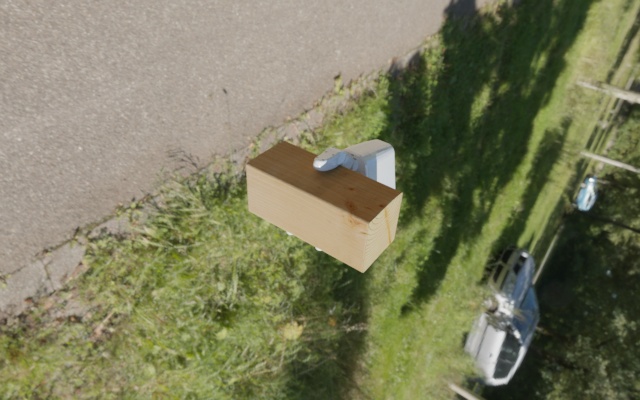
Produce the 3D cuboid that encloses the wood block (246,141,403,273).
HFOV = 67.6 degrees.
[{"bbox_3d":[0.000,0.002,0.682,0.206,0.091,0.090,26,42,26],"label":"wood block"}]
